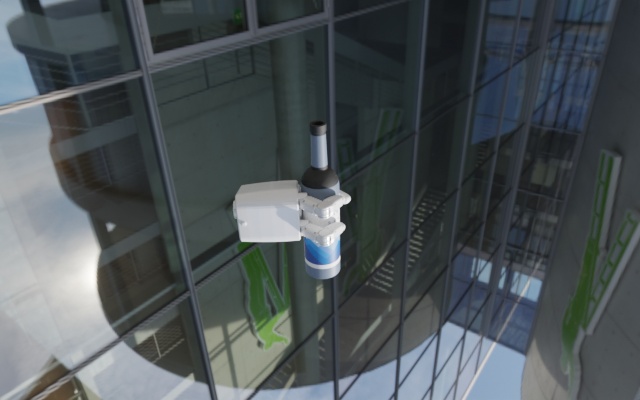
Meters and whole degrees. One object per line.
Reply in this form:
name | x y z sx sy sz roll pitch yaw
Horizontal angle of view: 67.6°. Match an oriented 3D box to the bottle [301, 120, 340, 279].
bottle | 0.000 0.003 0.842 0.069 0.296 0.069 -2 30 1
